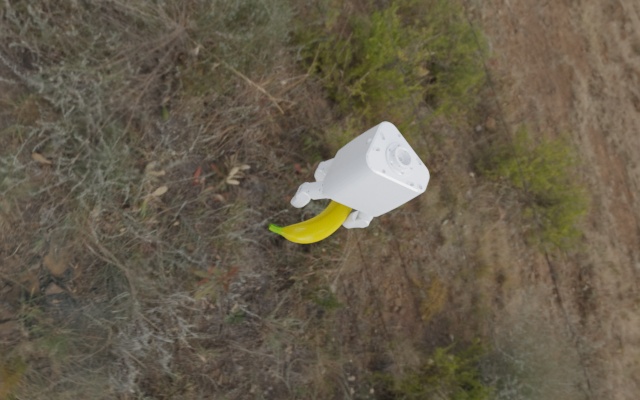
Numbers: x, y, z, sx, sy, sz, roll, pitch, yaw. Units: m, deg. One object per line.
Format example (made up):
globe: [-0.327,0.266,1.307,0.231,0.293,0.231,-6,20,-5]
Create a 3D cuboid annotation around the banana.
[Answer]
banana: [0.009,0.019,0.795,0.197,0.069,0.037,-33,-4,-36]
